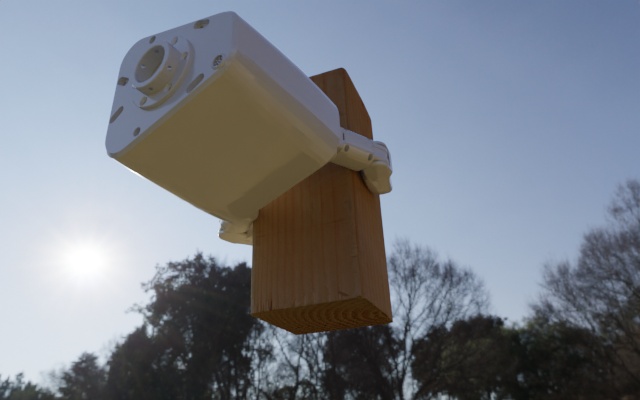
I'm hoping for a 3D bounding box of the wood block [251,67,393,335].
[{"bbox_3d":[0.000,0.001,0.417,0.091,0.206,0.090,-12,-29,18],"label":"wood block"}]
